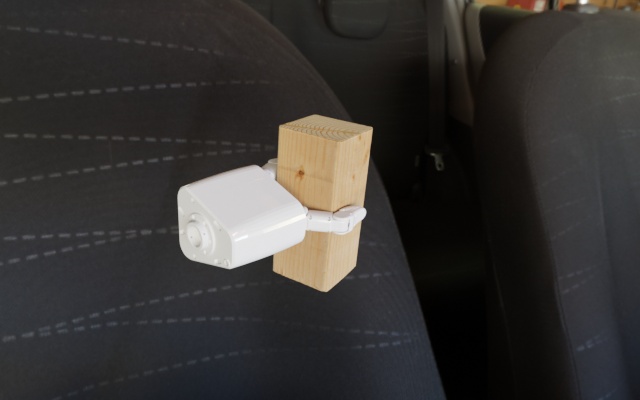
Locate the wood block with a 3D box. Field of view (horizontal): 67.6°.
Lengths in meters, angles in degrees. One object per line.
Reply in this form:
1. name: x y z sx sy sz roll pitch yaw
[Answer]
1. wood block: 0.000 0.002 0.636 0.091 0.206 0.090 18 27 27
